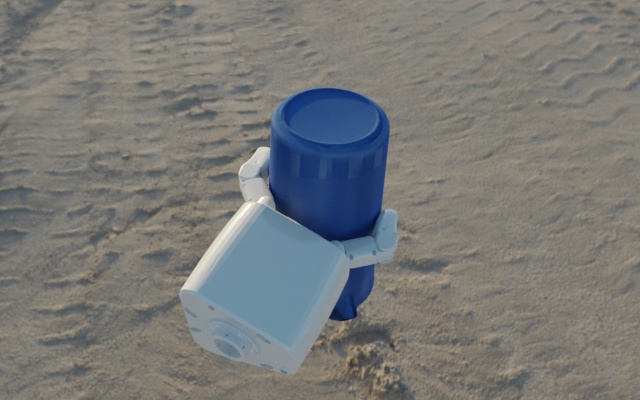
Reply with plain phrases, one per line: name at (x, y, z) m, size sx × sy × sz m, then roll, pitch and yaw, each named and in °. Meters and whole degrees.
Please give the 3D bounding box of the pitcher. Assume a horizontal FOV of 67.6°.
pitcher at (0.000, 0.002, 0.516) m, size 0.149 × 0.243 × 0.145 m, roll 19°, pitch 47°, yaw 15°
